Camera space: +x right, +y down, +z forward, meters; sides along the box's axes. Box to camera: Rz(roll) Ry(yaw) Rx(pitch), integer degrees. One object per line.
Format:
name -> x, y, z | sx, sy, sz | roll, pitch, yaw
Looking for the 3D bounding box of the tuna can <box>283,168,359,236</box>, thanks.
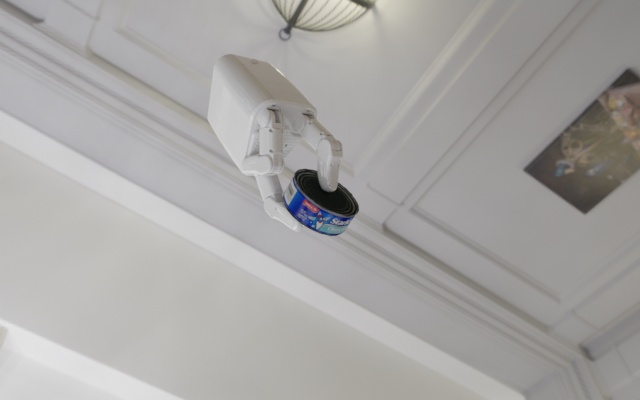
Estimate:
tuna can -> 0.000, 0.002, 0.557 | 0.086, 0.034, 0.086 | 26, 26, -14
